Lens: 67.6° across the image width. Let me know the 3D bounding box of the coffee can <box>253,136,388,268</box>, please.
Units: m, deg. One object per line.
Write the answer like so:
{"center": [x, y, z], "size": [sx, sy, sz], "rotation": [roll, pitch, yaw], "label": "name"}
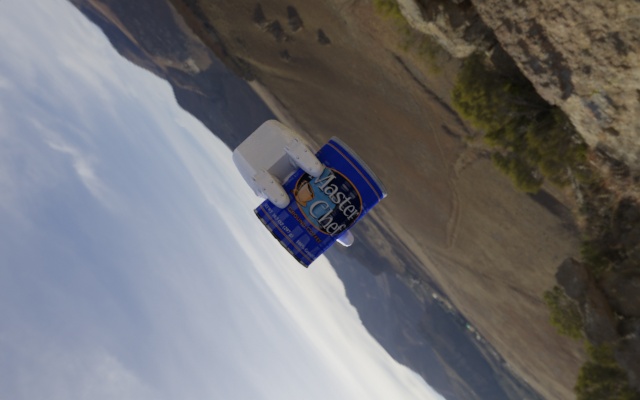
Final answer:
{"center": [0.000, 0.002, 0.611], "size": [0.140, 0.103, 0.103], "rotation": [-43, 2, -2], "label": "coffee can"}
